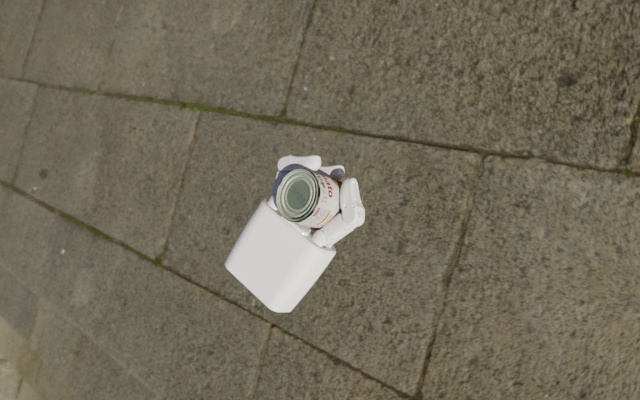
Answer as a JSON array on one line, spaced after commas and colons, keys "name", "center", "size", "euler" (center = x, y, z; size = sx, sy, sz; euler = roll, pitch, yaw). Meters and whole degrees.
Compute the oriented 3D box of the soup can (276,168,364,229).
[{"name": "soup can", "center": [0.000, 0.002, 0.609], "size": [0.068, 0.068, 0.102], "euler": [0, -10, 36]}]
